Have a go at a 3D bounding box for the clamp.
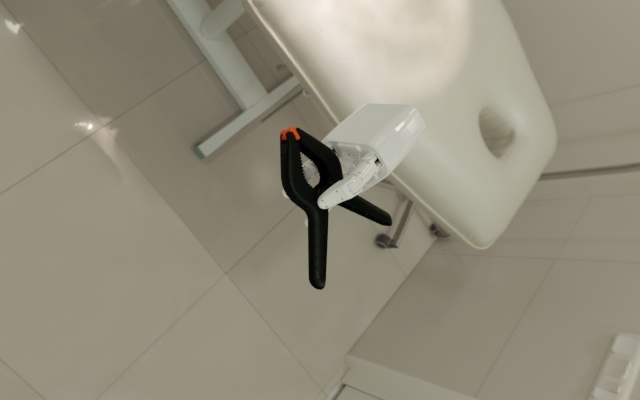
[{"bbox_3d":[0.000,0.001,0.641,0.164,0.210,0.036,-46,21,-30],"label":"clamp"}]
